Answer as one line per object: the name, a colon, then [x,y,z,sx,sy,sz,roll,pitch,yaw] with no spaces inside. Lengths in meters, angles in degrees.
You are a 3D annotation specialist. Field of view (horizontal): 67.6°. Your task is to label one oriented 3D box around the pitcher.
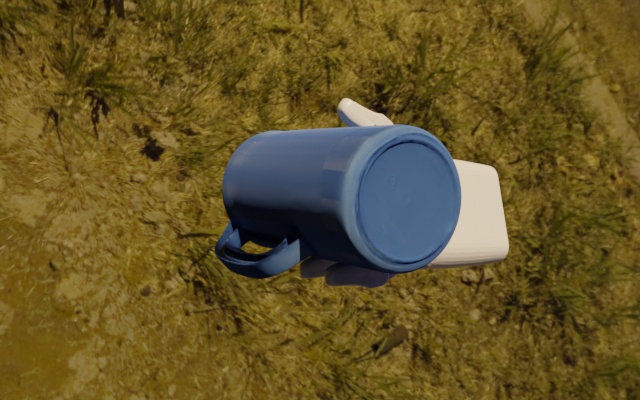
pitcher: [0.000,0.001,0.437,0.145,0.149,0.243,4,1,-28]
